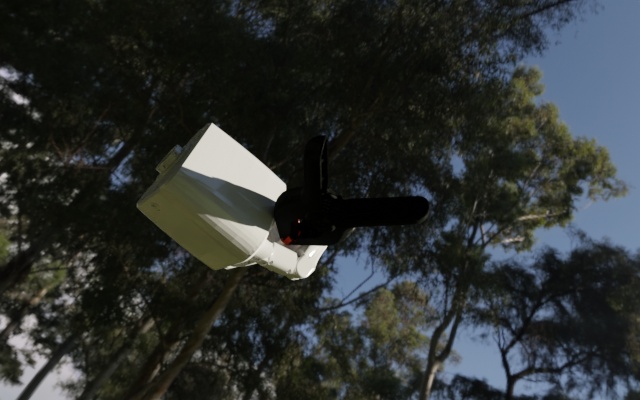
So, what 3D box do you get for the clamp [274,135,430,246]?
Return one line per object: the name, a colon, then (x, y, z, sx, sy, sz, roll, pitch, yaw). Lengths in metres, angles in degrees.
clamp: (0.000, 0.001, 0.439, 0.120, 0.039, 0.171, 40, -39, -22)
